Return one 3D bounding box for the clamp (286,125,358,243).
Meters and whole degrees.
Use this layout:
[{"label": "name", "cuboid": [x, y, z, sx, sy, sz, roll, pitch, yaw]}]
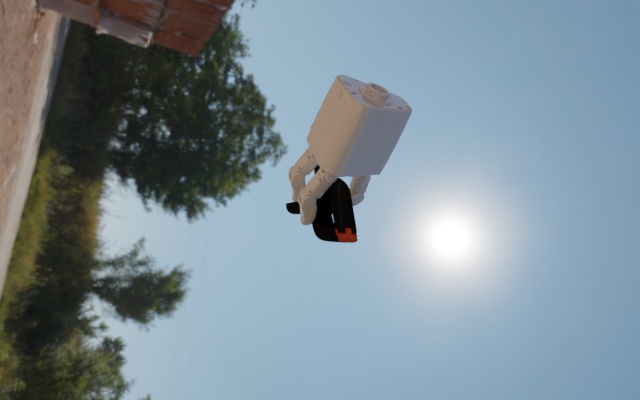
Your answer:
[{"label": "clamp", "cuboid": [0.001, 0.003, 0.713, 0.036, 0.165, 0.209, 5, 37, -25]}]
